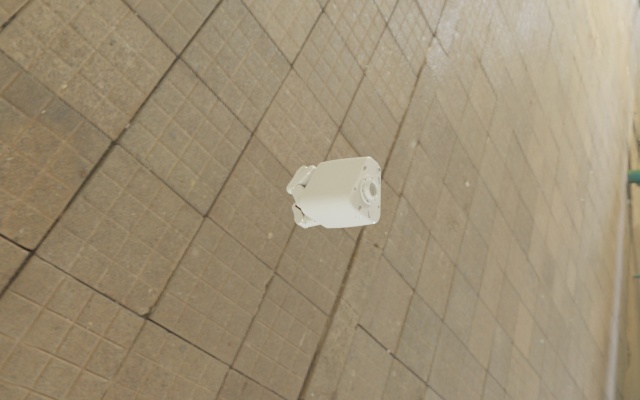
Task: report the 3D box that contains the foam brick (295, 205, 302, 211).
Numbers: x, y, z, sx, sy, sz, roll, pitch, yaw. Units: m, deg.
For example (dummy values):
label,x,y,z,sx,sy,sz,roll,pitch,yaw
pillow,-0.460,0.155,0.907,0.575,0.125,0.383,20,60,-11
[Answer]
label,x,y,z,sx,sy,sz,roll,pitch,yaw
foam brick,0.000,0.003,0.896,0.051,0.053,0.078,-6,-29,40
